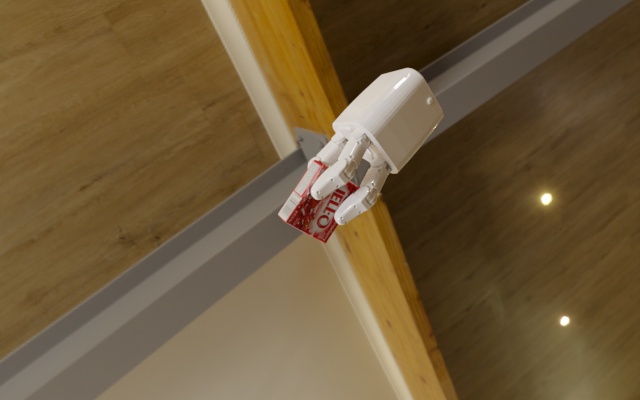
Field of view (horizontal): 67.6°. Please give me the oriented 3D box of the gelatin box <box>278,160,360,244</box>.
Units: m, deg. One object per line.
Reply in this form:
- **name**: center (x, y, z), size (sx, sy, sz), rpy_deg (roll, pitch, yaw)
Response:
- **gelatin box**: center (0.000, 0.002, 0.622), size (0.073, 0.089, 0.030), rpy_deg (31, 5, -36)
